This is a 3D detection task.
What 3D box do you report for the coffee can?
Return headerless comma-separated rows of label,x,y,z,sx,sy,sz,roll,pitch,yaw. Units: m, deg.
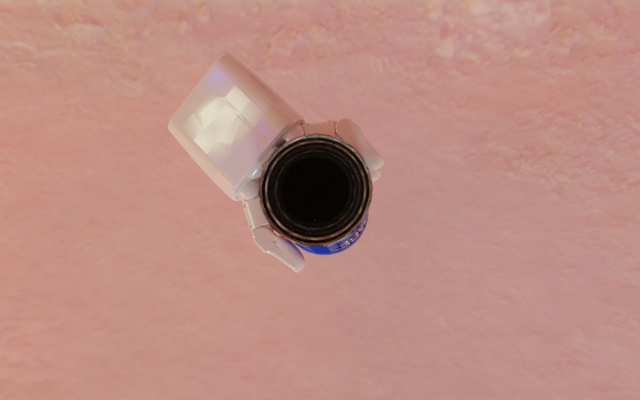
coffee can,0.000,0.002,0.491,0.103,0.103,0.140,0,-10,4
